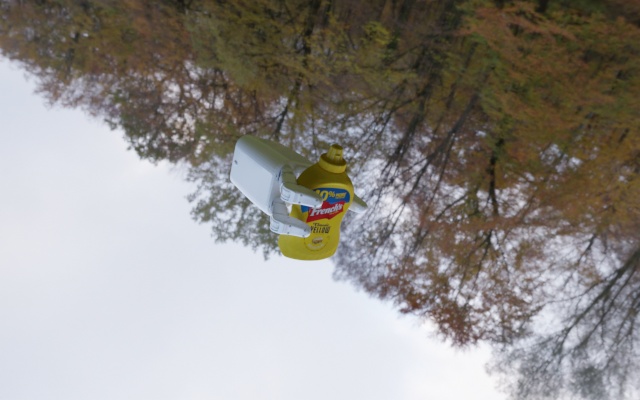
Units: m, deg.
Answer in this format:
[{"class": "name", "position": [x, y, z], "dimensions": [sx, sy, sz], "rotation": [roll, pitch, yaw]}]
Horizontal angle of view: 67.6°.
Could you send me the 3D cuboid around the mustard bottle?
[{"class": "mustard bottle", "position": [0.000, 0.003, 0.734], "dimensions": [0.096, 0.192, 0.058], "rotation": [3, 31, -23]}]
